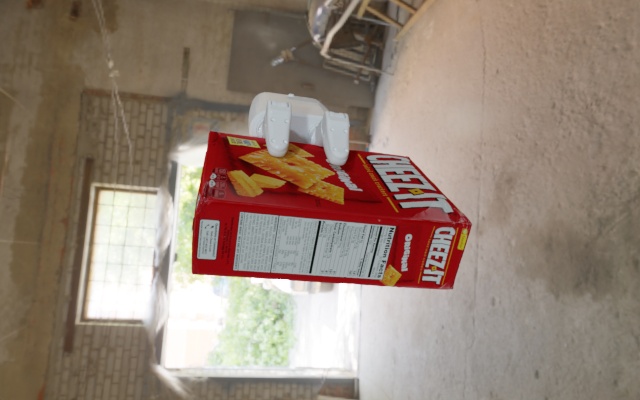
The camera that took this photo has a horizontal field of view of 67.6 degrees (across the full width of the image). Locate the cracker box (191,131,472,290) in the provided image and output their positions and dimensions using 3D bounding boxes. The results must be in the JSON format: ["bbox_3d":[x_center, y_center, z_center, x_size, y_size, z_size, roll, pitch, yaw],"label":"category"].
[{"bbox_3d":[0.000,0.002,0.431,0.214,0.072,0.164,5,24,-12],"label":"cracker box"}]
